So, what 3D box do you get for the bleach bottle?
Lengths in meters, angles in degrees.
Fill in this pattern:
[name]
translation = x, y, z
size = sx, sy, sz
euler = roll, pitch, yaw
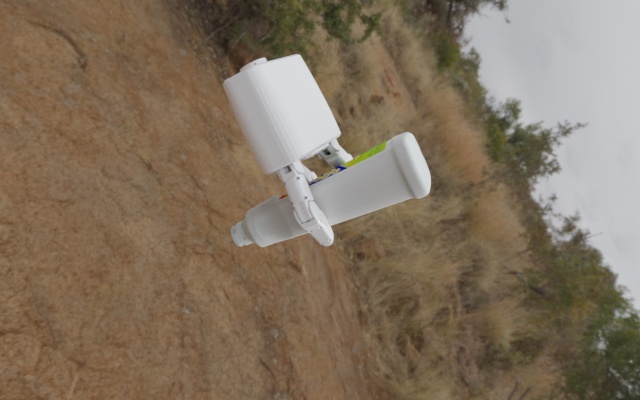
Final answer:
[bleach bottle]
translation = 0.000, 0.002, 0.563
size = 0.251, 0.068, 0.102
euler = -23, 9, 19
